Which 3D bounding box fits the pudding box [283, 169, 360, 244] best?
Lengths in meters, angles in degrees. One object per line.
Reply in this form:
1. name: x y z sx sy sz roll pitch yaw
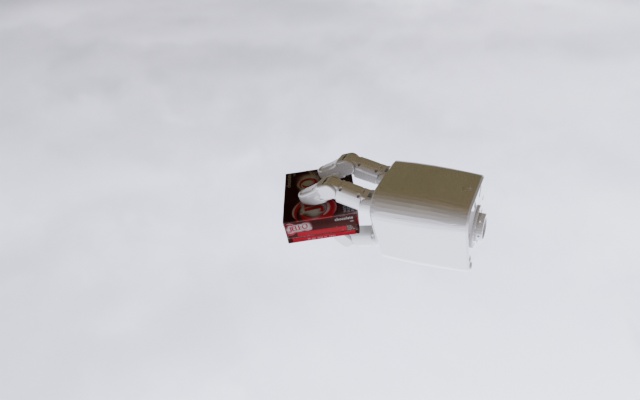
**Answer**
1. pudding box: 0.000 0.002 0.608 0.090 0.039 0.113 -8 33 3
